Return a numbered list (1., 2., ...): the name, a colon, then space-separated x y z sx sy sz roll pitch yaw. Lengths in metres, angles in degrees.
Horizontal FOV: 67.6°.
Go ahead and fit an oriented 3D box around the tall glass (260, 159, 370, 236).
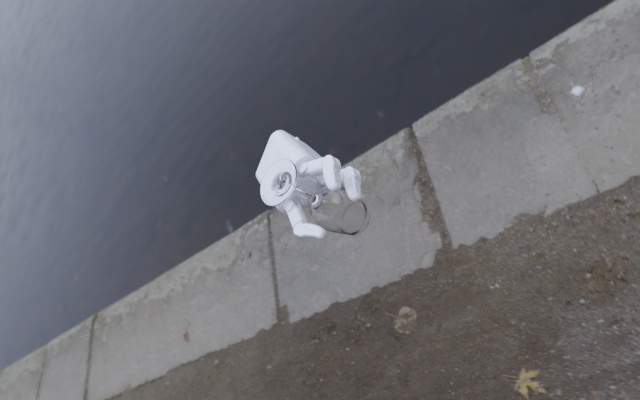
1. tall glass: 0.000 0.002 0.772 0.079 0.079 0.201 0 -18 42
